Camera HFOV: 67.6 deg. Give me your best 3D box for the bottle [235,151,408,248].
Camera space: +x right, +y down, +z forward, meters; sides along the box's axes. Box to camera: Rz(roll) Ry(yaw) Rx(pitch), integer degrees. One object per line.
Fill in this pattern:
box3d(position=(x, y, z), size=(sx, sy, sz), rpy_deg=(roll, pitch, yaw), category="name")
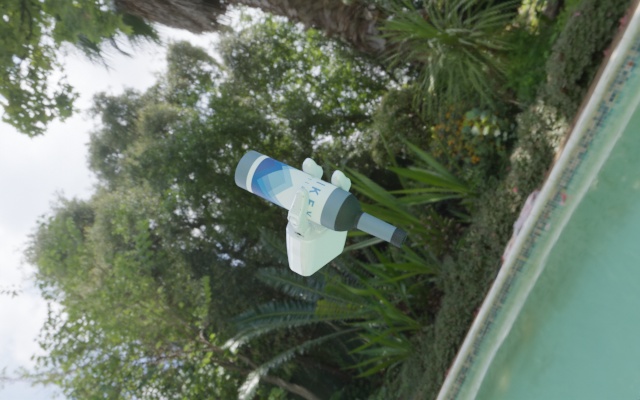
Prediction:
box3d(position=(0.000, 0.002, 0.771), size=(0.295, 0.069, 0.069), rpy_deg=(24, 8, 19), category="bottle")
